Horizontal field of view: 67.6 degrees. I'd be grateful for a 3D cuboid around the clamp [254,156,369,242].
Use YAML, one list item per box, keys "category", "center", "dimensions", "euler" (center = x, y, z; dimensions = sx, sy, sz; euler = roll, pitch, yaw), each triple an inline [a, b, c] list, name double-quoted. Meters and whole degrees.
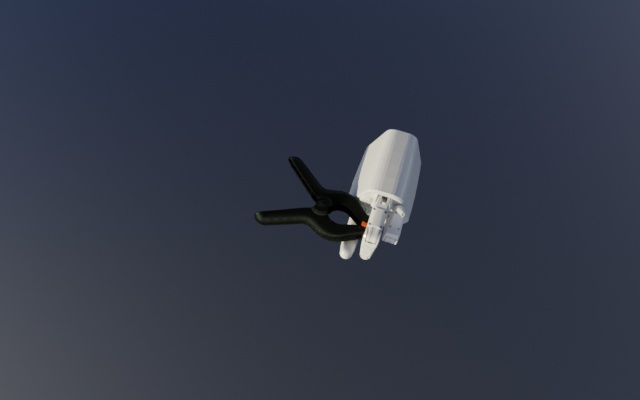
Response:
- category: "clamp"
  center: [0.000, 0.002, 0.707]
  dimensions: [0.171, 0.120, 0.039]
  euler: [17, -18, 4]
